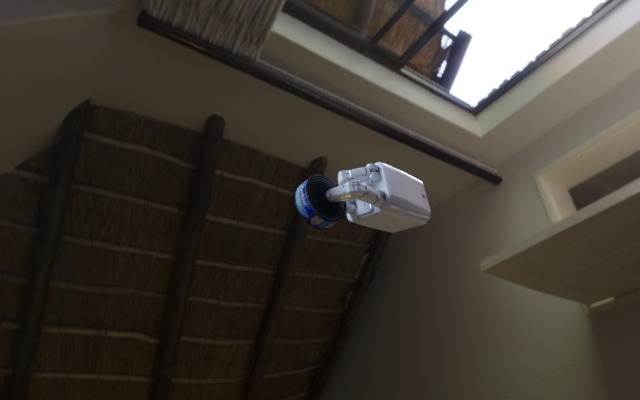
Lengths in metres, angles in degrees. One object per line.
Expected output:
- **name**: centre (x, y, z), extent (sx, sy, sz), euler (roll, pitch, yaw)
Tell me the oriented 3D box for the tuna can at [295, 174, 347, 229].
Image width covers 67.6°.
- **tuna can**: centre (0.000, 0.003, 0.781), extent (0.086, 0.086, 0.034), euler (0, -27, -45)
